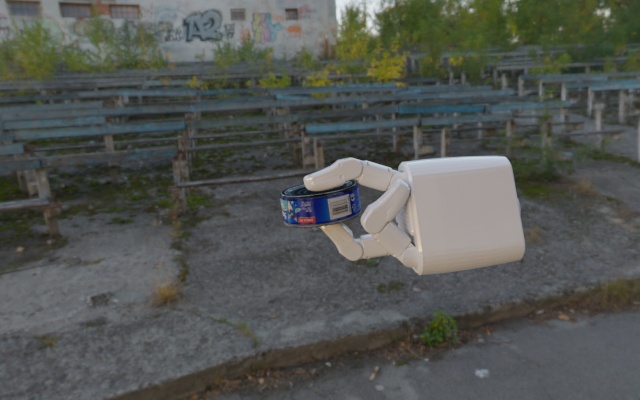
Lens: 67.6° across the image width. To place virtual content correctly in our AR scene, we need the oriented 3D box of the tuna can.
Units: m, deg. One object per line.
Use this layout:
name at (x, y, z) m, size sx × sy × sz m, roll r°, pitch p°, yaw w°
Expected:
tuna can at (0.000, 0.001, 0.514) m, size 0.086 × 0.034 × 0.086 m, roll -8°, pitch 11°, yaw 2°
